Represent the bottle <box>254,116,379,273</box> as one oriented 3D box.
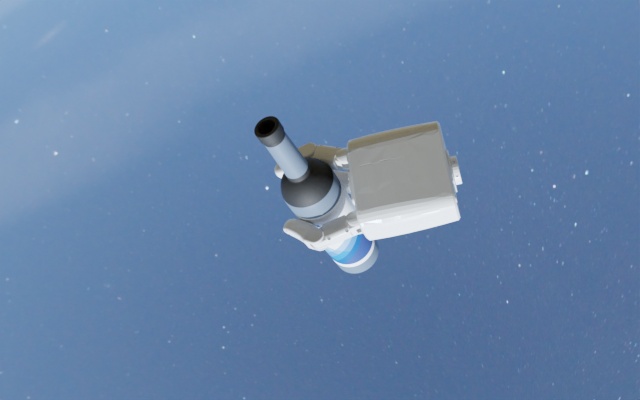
[{"bbox_3d":[0.000,0.002,0.581,0.069,0.069,0.296,0,-30,25],"label":"bottle"}]
